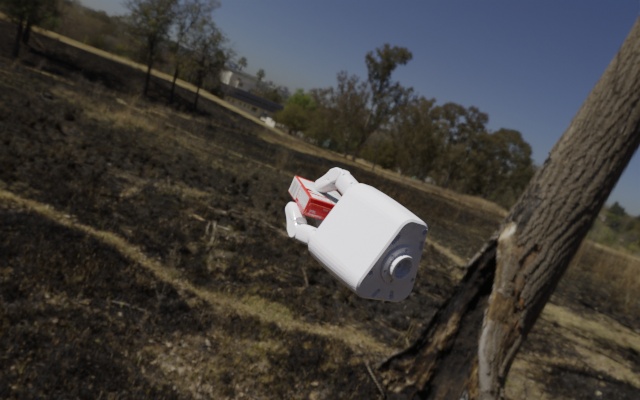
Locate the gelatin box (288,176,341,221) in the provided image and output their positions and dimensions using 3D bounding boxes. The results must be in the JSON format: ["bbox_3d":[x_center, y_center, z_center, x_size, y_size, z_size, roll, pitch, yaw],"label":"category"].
[{"bbox_3d":[0.000,0.002,0.690,0.073,0.030,0.089,19,16,-25],"label":"gelatin box"}]
